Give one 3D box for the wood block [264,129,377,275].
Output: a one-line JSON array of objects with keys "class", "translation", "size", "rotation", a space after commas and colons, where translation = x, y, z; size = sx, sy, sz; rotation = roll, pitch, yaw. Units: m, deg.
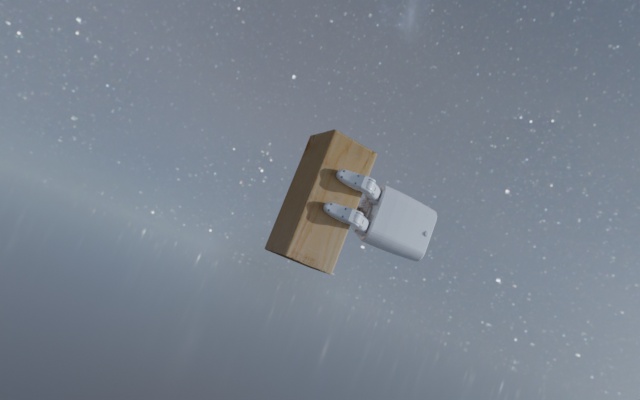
[{"class": "wood block", "translation": [0.000, 0.003, 0.768], "size": [0.090, 0.206, 0.091], "rotation": [26, -11, -24]}]
